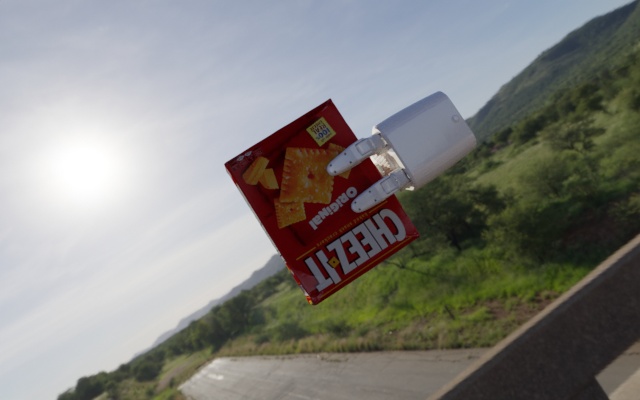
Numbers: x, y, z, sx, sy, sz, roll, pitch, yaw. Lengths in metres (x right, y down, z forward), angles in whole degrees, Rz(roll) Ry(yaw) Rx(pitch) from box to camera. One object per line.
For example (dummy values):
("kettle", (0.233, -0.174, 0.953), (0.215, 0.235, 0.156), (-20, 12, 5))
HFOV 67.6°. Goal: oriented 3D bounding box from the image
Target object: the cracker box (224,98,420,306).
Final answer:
("cracker box", (0.000, 0.002, 0.621), (0.164, 0.213, 0.072), (-32, -4, -9))
